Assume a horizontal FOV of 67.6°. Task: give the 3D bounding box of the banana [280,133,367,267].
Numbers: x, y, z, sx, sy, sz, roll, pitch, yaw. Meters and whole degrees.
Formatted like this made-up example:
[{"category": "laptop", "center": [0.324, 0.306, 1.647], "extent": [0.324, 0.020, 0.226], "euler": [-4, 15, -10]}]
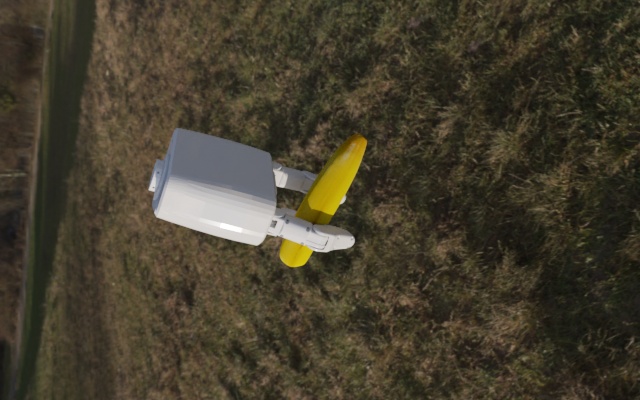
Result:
[{"category": "banana", "center": [-0.006, 0.014, 0.524], "extent": [0.037, 0.198, 0.069], "euler": [28, 38, -1]}]
